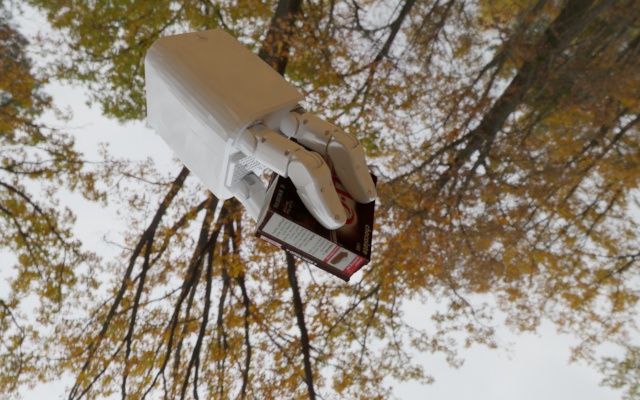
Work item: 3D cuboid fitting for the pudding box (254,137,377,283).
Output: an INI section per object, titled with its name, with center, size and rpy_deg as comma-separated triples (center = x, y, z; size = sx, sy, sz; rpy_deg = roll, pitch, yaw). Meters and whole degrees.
[pudding box]
center = 0.000, 0.001, 0.403
size = 0.090, 0.113, 0.039
rpy_deg = 27, -49, -13
